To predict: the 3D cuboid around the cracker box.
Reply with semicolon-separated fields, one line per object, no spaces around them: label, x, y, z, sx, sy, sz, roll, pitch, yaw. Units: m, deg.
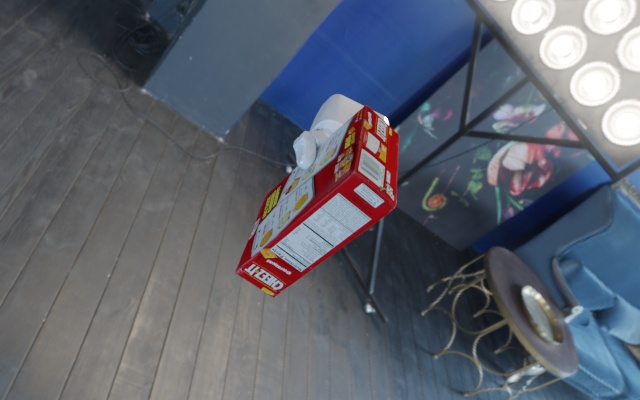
cracker box;0.000;0.002;0.598;0.214;0.072;0.164;-40;20;31
